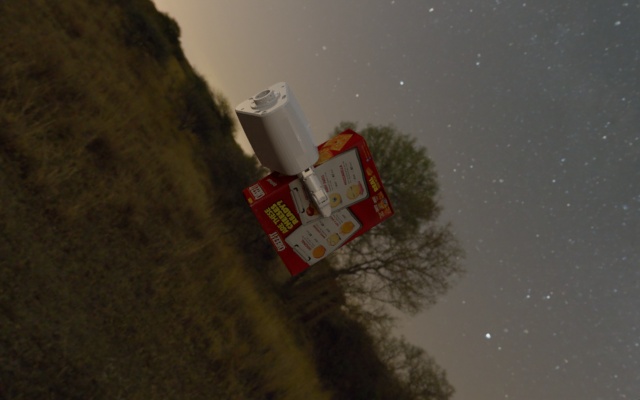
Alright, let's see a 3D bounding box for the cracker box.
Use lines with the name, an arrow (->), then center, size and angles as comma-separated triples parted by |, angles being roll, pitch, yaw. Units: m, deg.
cracker box -> 0.000, 0.003, 0.813 | 0.213, 0.164, 0.072 | -31, 31, -7
